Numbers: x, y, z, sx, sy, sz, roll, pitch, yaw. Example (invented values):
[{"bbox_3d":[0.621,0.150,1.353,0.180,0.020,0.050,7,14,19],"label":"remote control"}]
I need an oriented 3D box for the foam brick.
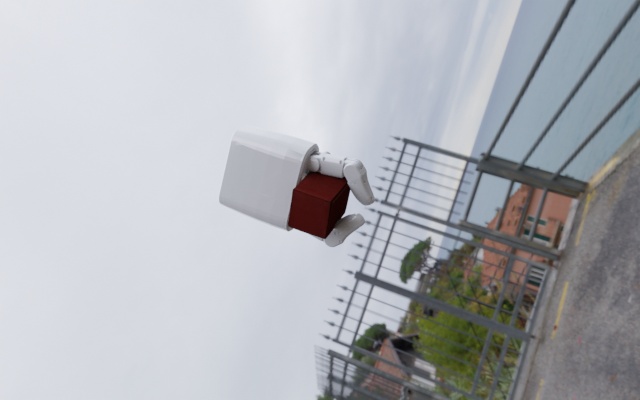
[{"bbox_3d":[0.000,0.002,0.586,0.051,0.053,0.078,18,29,14],"label":"foam brick"}]
